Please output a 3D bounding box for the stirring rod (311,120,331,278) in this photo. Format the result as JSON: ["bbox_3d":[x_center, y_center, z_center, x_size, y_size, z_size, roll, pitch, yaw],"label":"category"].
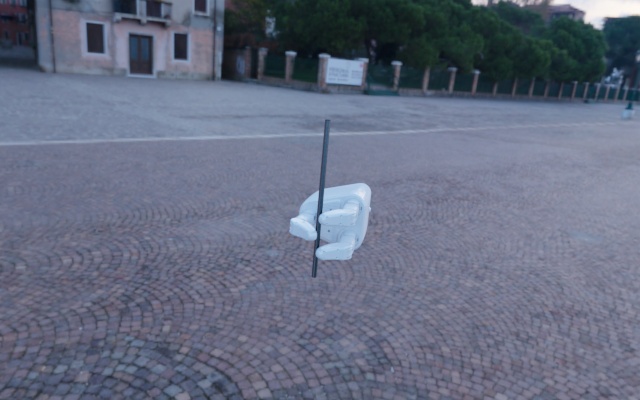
[{"bbox_3d":[0.000,0.002,0.702,0.011,0.239,0.011,5,16,-1],"label":"stirring rod"}]
